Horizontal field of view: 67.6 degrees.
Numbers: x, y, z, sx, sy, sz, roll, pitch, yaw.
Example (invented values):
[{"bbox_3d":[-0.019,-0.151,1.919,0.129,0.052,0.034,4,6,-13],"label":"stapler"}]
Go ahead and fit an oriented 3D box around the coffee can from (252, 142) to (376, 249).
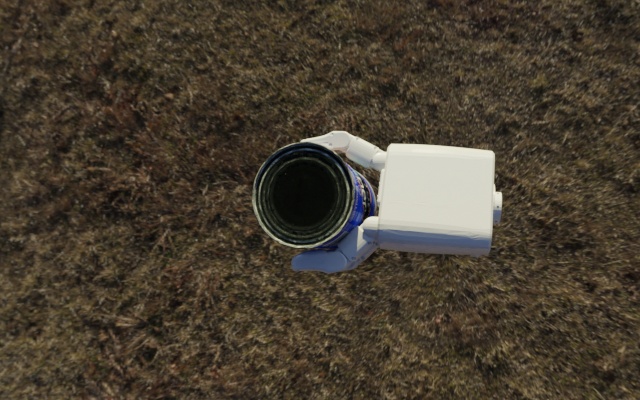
[{"bbox_3d":[0.000,0.002,0.518,0.103,0.103,0.140,0,-6,15],"label":"coffee can"}]
